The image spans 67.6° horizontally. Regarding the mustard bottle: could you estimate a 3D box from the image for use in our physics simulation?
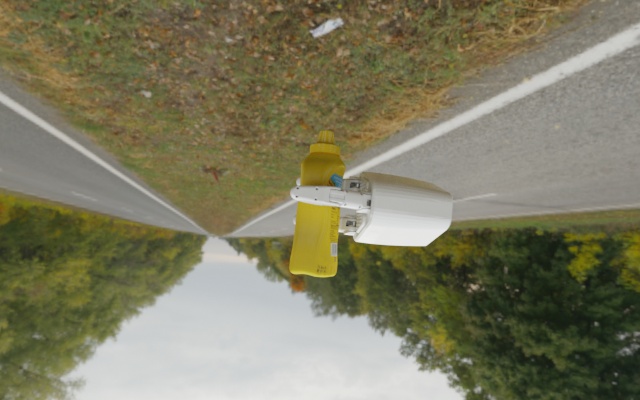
[{"bbox_3d":[0.000,0.002,0.631,0.058,0.191,0.096,4,-5,17],"label":"mustard bottle"}]
